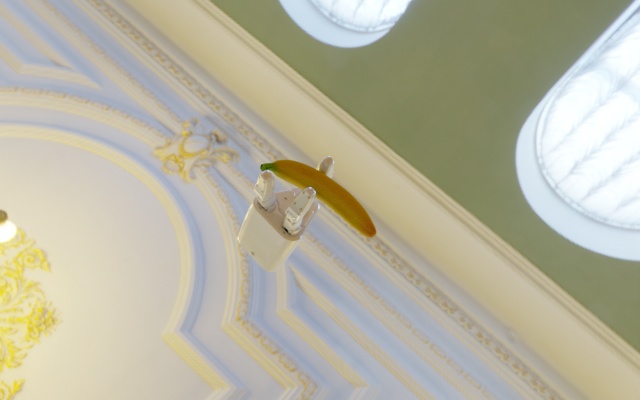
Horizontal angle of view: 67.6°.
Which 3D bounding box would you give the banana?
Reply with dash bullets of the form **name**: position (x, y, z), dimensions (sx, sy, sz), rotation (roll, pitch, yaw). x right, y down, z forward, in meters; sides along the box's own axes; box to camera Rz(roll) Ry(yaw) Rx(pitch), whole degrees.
- **banana**: position (0.002, -0.010, 0.724), dimensions (0.198, 0.037, 0.069), rotation (30, 40, -5)
